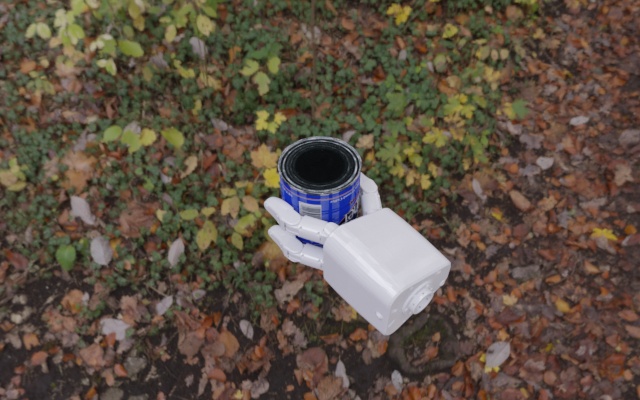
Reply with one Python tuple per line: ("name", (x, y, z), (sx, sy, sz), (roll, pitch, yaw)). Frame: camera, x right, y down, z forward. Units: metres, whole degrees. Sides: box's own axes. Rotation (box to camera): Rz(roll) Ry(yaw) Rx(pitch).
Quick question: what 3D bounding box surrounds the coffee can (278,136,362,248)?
("coffee can", (0.000, 0.002, 0.629), (0.103, 0.102, 0.140), (0, -42, 1))
